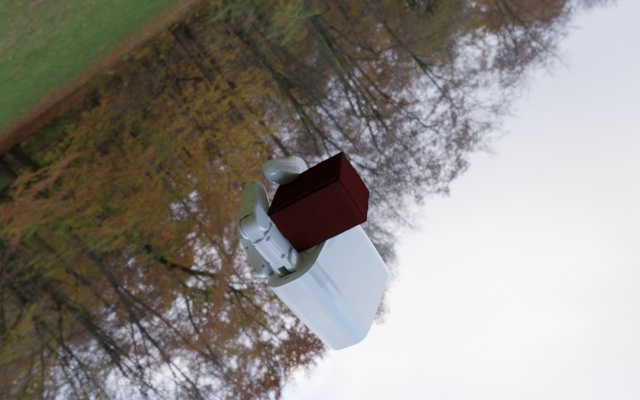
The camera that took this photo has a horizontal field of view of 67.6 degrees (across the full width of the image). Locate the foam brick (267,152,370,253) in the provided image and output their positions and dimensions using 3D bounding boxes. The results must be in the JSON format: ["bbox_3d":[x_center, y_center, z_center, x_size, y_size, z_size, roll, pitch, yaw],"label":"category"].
[{"bbox_3d":[0.000,0.001,0.441,0.078,0.051,0.053,-27,25,24],"label":"foam brick"}]
